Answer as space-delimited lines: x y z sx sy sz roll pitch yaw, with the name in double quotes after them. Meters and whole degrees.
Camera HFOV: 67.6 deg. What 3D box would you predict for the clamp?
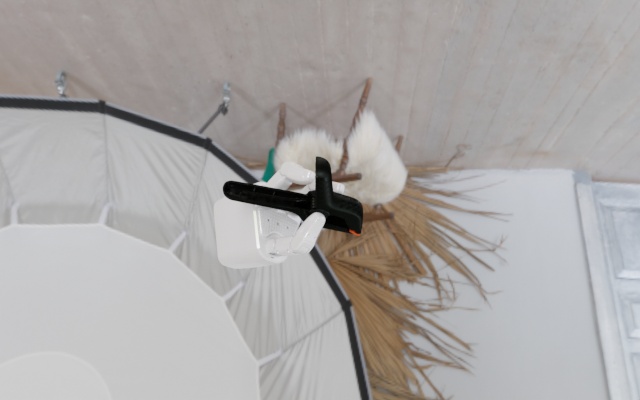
0.000 0.003 0.633 0.164 0.036 0.210 -15 -29 42 "clamp"
